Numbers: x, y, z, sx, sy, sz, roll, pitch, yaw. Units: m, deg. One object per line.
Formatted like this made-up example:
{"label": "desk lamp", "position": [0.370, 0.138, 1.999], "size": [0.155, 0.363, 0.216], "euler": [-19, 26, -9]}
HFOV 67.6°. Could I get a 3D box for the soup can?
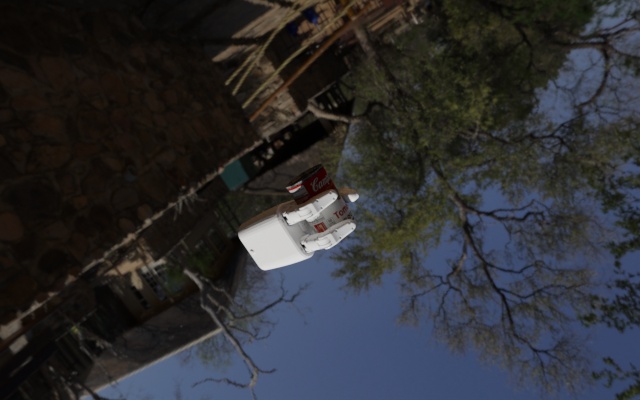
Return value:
{"label": "soup can", "position": [0.001, 0.003, 0.760], "size": [0.068, 0.102, 0.068], "euler": [-31, 12, 7]}
